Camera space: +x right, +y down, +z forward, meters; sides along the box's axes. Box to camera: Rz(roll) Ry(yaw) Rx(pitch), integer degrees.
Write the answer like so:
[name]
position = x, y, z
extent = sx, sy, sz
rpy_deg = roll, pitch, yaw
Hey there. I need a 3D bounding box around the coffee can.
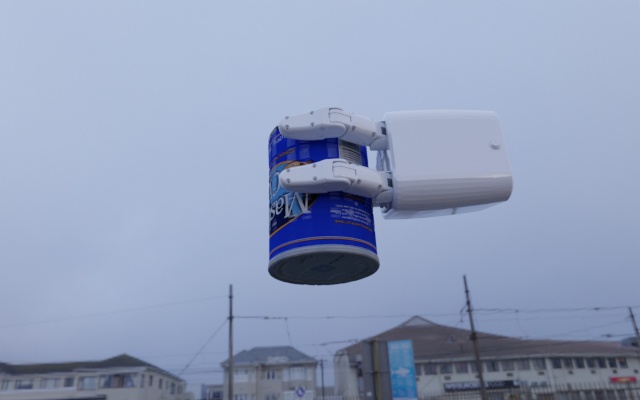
[coffee can]
position = 0.000, 0.002, 0.467
extent = 0.103, 0.140, 0.103
rpy_deg = -2, -25, -1
